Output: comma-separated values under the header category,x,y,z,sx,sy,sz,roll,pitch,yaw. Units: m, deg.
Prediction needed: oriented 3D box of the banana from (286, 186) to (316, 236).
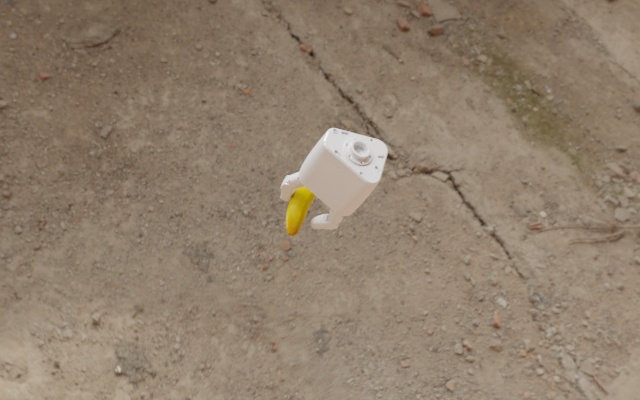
category,x,y,z,sx,sy,sz,roll,pitch,yaw
banana,-0.010,-0.013,0.885,0.197,0.069,0.037,-40,-1,-38
